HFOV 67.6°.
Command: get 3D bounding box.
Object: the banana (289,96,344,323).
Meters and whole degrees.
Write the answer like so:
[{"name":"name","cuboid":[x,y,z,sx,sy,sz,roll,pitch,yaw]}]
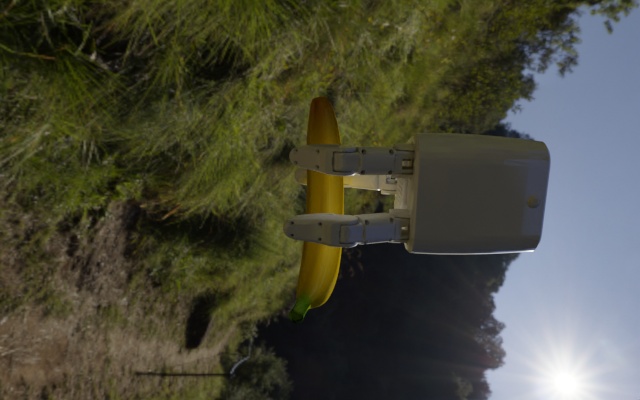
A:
[{"name":"banana","cuboid":[0.002,0.009,0.432,0.037,0.197,0.070,2,-12,7]}]
